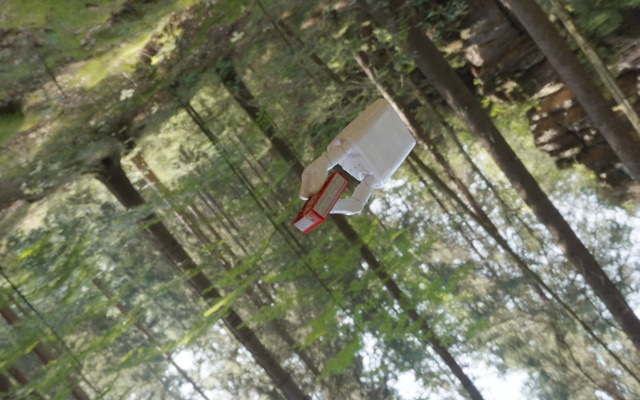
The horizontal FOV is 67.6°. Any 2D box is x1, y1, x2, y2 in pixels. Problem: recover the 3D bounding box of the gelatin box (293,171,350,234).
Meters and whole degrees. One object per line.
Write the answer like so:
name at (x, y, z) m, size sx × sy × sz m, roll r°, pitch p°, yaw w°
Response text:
gelatin box at (0.000, 0.003, 0.756) m, size 0.030 × 0.089 × 0.073 m, roll 38°, pitch -32°, yaw -10°
